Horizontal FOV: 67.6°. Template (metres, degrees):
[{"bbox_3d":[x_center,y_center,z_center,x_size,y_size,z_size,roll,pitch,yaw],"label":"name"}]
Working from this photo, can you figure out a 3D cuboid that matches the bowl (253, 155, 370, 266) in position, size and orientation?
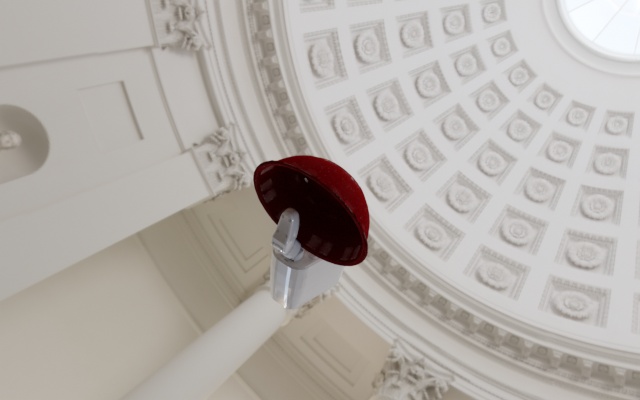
[{"bbox_3d":[0.001,0.001,0.555,0.162,0.162,0.055,0,41,52],"label":"bowl"}]
